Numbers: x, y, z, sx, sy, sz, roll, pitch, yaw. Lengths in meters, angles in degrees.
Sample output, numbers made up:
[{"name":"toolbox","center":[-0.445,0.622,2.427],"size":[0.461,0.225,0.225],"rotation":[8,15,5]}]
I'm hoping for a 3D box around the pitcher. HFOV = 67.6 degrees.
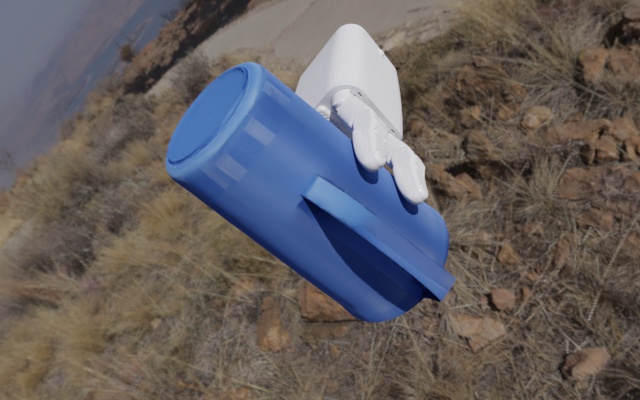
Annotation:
[{"name":"pitcher","center":[0.000,0.001,0.408],"size":[0.149,0.145,0.243],"rotation":[-27,-49,33]}]
